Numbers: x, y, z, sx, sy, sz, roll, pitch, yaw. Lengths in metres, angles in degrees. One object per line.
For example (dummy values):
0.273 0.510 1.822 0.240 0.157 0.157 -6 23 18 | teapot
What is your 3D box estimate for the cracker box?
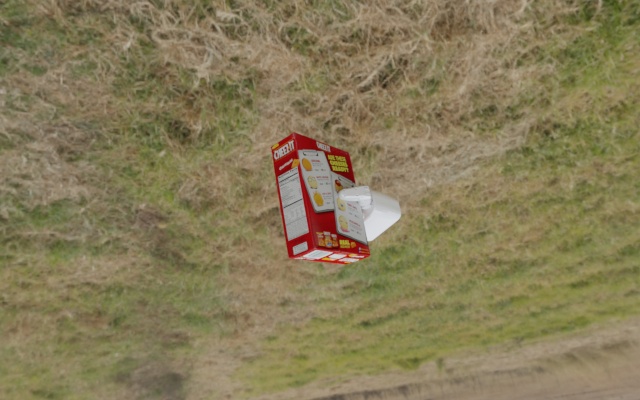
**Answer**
0.000 0.003 0.864 0.072 0.213 0.164 -25 -24 34 | cracker box
